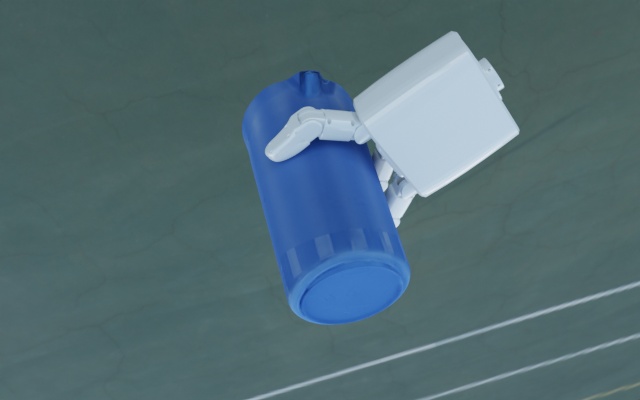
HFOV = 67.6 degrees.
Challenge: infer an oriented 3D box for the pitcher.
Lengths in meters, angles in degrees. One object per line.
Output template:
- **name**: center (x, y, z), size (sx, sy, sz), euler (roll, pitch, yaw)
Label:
- **pitcher**: center (0.000, 0.001, 0.487), size (0.145, 0.242, 0.149), euler (-34, -44, 19)
